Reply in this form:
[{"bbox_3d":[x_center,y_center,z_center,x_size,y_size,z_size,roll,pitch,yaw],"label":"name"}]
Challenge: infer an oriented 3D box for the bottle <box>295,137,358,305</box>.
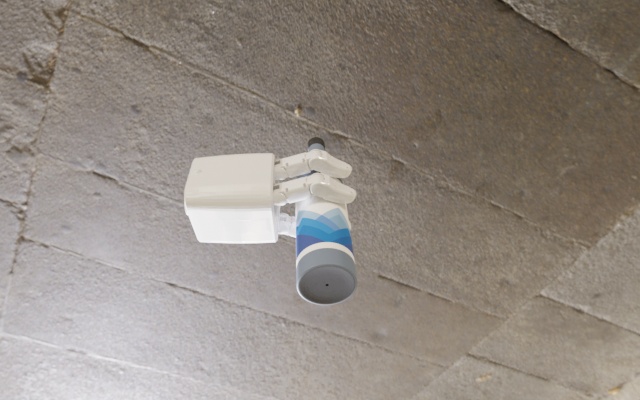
[{"bbox_3d":[0.000,0.002,0.632,0.069,0.069,0.295,0,38,-4],"label":"bottle"}]
